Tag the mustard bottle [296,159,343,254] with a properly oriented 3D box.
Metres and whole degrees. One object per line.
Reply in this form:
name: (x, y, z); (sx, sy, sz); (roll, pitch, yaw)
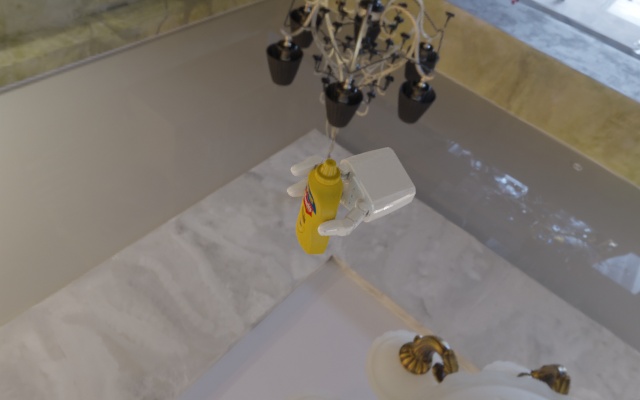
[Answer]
mustard bottle: (0.000, 0.003, 0.821); (0.058, 0.096, 0.192); (0, -41, -14)
